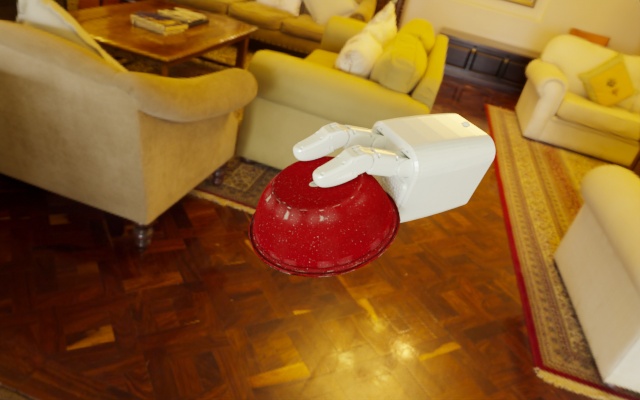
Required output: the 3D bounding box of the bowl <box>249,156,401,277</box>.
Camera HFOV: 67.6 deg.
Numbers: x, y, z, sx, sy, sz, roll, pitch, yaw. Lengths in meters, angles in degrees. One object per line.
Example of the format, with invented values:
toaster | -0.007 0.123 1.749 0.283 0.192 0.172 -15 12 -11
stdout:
bowl | -0.001 0.002 0.492 0.162 0.055 0.162 -6 38 4
